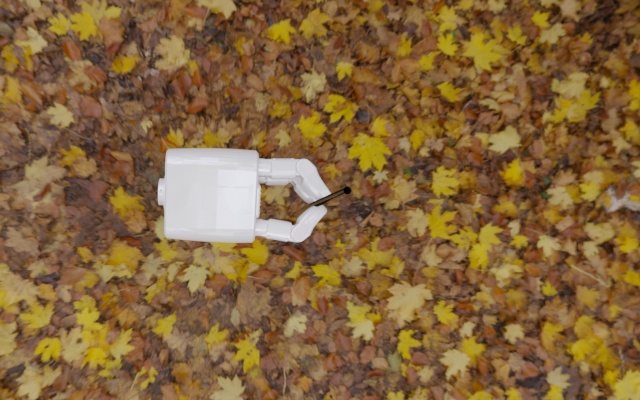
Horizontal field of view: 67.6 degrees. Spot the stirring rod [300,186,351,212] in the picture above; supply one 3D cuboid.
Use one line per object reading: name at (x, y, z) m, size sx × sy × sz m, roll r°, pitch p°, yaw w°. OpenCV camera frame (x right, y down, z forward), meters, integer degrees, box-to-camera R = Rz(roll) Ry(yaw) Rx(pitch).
stirring rod at (0.000, 0.002, 0.584) m, size 0.011 × 0.011 × 0.239 m, roll 0°, pitch -6°, yaw -13°
